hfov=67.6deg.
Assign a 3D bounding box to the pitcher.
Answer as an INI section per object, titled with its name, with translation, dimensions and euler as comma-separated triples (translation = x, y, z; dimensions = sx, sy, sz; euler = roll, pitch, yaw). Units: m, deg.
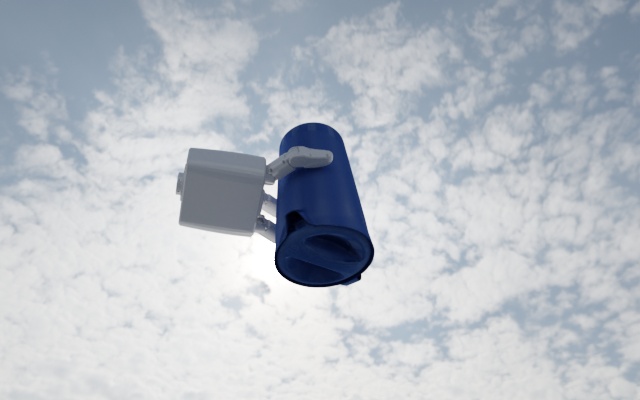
[pitcher]
translation = 0.000, 0.002, 0.710
dimensions = 0.145, 0.242, 0.149
euler = 7, -46, -13
